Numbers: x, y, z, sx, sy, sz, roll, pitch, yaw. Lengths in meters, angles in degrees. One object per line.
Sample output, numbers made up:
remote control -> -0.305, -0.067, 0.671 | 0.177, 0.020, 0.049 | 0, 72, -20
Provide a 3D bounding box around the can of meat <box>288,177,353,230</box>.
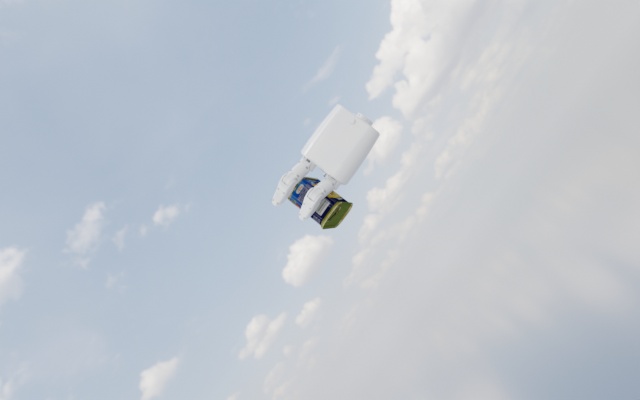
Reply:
can of meat -> 0.000, 0.003, 0.848 | 0.084, 0.057, 0.102 | 38, 11, 16
